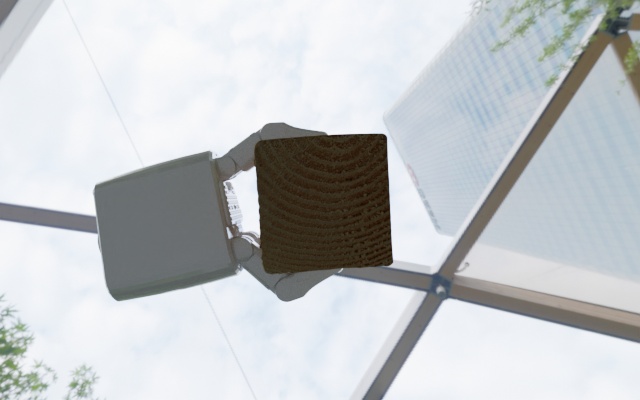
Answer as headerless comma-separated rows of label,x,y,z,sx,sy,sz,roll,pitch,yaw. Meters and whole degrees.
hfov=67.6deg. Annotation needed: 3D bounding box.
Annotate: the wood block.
wood block,0.000,0.001,0.416,0.090,0.091,0.206,-4,1,-2
